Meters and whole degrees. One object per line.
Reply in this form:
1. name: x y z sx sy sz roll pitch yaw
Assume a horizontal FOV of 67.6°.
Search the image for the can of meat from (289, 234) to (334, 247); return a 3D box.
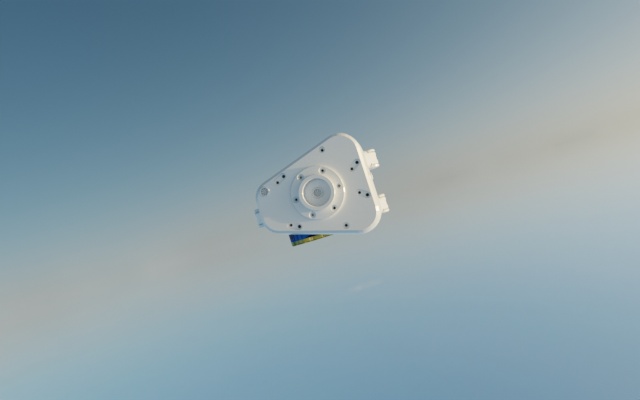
1. can of meat: 0.000 0.002 0.580 0.102 0.084 0.057 -17 -2 2
